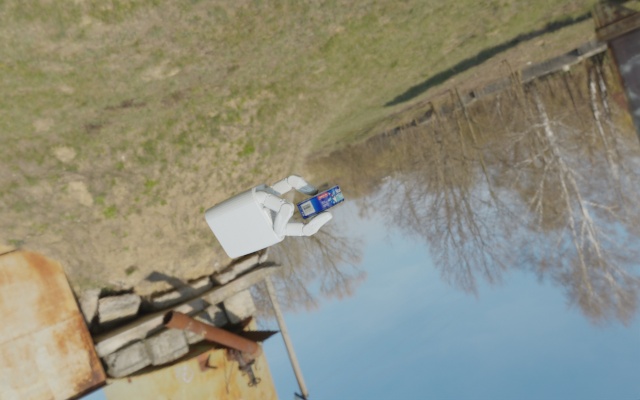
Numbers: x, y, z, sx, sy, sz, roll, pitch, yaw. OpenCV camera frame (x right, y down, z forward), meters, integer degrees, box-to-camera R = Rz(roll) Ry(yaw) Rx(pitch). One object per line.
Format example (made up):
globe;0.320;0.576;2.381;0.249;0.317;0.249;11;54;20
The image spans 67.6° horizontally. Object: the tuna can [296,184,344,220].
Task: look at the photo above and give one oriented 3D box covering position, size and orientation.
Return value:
tuna can;0.000;0.003;0.878;0.086;0.034;0.086;-25;1;0
